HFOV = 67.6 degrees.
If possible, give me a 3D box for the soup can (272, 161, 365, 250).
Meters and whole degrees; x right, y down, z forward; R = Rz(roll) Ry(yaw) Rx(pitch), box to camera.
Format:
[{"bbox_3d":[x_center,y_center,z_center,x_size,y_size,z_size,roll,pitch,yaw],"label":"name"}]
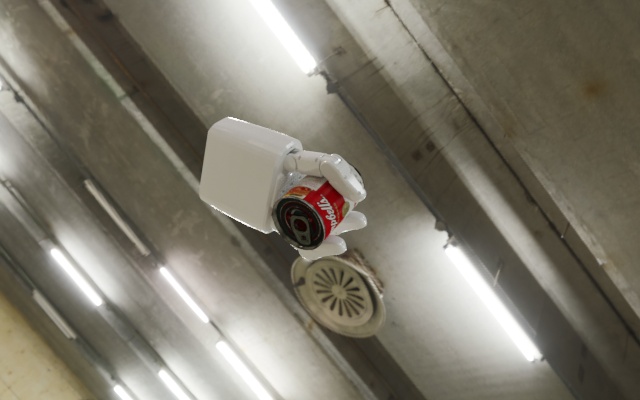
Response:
[{"bbox_3d":[0.001,0.002,0.554,0.068,0.068,0.102,0,29,35],"label":"soup can"}]
